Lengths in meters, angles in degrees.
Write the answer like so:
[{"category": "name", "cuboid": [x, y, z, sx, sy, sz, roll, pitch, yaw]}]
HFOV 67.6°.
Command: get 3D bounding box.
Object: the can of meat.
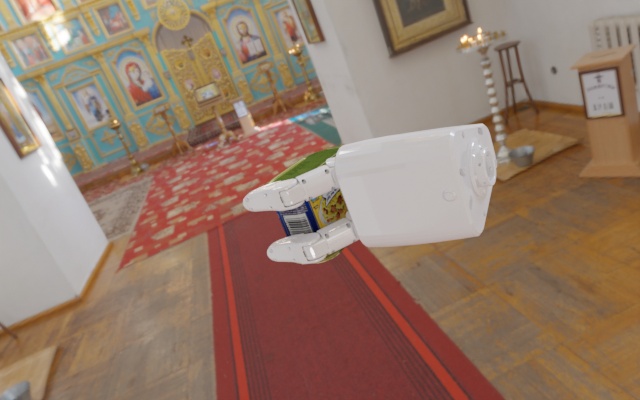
[{"category": "can of meat", "cuboid": [0.000, 0.001, 0.486, 0.057, 0.084, 0.102, -5, 24, 39]}]
